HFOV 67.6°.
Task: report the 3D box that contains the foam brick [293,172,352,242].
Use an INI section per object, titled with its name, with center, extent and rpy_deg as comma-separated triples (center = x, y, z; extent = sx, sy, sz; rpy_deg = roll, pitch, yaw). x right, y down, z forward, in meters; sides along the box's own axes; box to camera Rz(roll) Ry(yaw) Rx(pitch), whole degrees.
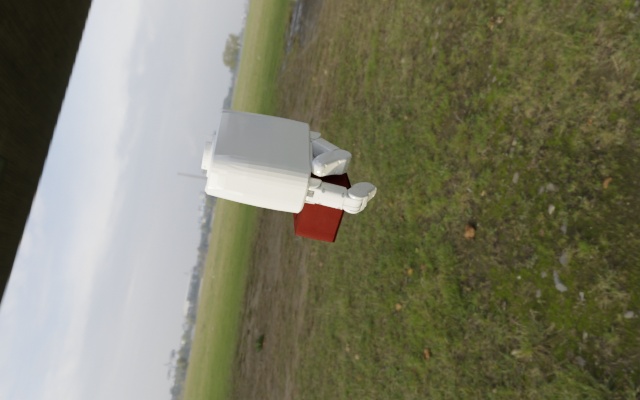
[foam brick]
center = 0.000, 0.002, 0.578
extent = 0.051, 0.078, 0.053
rpy_deg = 10, 28, -13
